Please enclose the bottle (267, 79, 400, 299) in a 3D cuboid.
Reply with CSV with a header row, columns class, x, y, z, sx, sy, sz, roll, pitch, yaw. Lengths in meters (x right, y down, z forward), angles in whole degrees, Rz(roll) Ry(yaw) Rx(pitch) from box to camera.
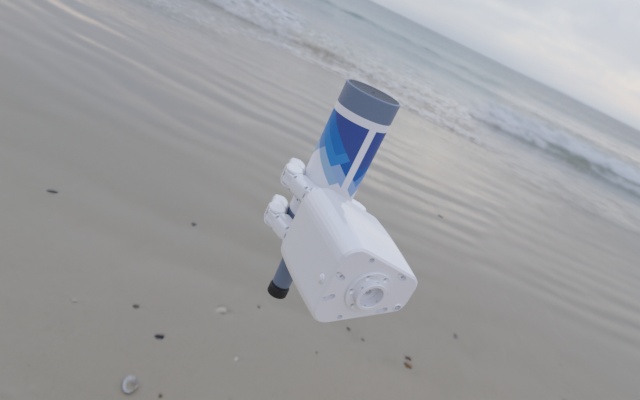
class,x,y,z,sx,sy,sz,roll,pitch,yaw
bottle,0.000,0.002,0.586,0.069,0.296,0.069,22,23,-10
